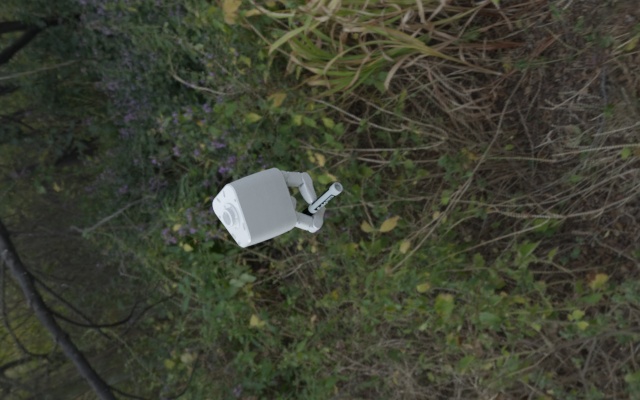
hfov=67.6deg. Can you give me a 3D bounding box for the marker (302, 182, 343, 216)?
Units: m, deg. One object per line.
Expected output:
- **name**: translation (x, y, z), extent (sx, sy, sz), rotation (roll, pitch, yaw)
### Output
- **marker**: translation (0.000, 0.003, 0.861), extent (0.020, 0.020, 0.121), rotation (0, -25, -34)
